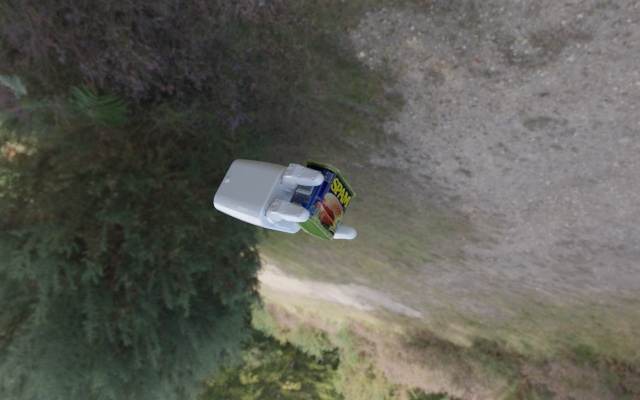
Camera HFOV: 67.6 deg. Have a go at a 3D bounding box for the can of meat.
[{"bbox_3d":[0.000,0.003,0.704,0.057,0.084,0.102,16,-18,30],"label":"can of meat"}]
